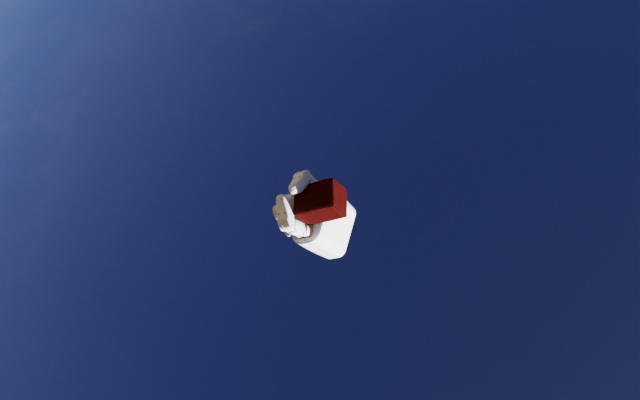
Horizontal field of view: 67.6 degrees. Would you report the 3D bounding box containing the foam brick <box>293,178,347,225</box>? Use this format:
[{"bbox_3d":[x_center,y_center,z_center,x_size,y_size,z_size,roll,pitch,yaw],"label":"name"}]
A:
[{"bbox_3d":[0.000,0.003,0.798,0.078,0.053,0.051,-14,-31,29],"label":"foam brick"}]
